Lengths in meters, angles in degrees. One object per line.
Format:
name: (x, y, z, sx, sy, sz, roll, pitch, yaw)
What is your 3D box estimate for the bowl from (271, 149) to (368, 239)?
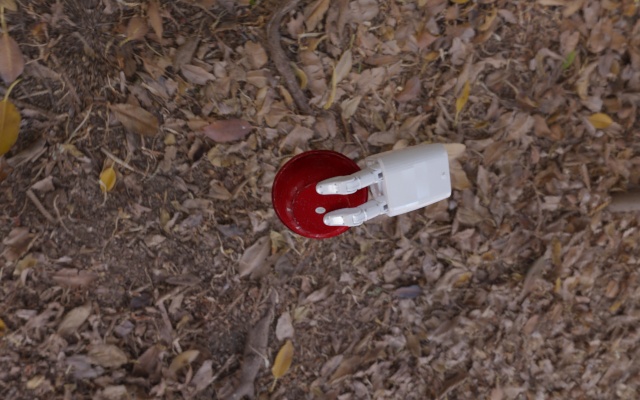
bowl: (-0.001, 0.003, 0.767, 0.162, 0.162, 0.055, 0, 25, -2)
